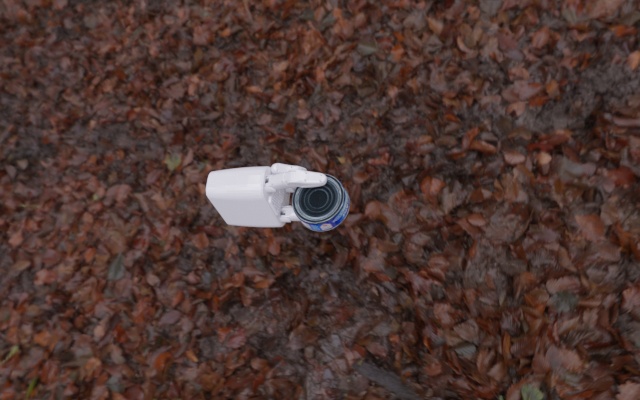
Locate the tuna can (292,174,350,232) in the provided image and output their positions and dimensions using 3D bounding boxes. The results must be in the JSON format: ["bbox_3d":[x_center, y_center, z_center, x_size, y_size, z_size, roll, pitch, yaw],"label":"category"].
[{"bbox_3d":[0.000,0.002,0.735,0.086,0.086,0.034,0,-23,17],"label":"tuna can"}]
